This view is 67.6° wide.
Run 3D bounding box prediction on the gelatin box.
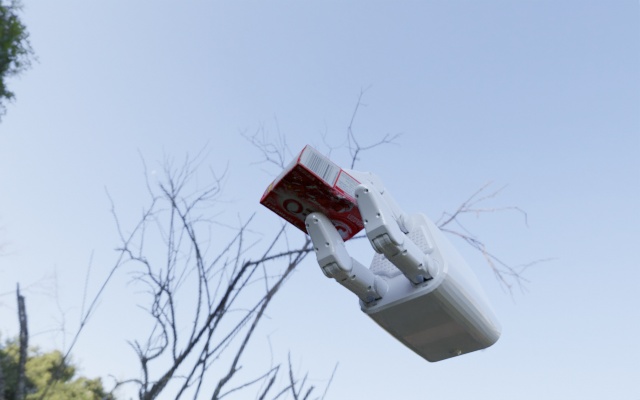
[{"bbox_3d":[0.000,0.001,0.437,0.089,0.030,0.073,35,-44,-14],"label":"gelatin box"}]
